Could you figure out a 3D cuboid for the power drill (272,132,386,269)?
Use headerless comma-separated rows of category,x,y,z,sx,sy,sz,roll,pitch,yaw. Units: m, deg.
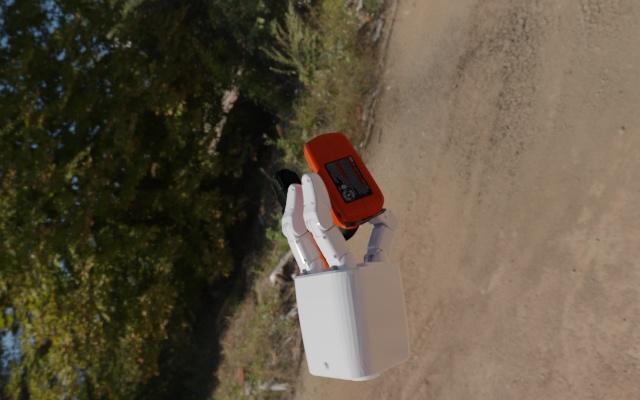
power drill,0.000,0.002,0.581,0.057,0.184,0.188,-23,-21,-22
